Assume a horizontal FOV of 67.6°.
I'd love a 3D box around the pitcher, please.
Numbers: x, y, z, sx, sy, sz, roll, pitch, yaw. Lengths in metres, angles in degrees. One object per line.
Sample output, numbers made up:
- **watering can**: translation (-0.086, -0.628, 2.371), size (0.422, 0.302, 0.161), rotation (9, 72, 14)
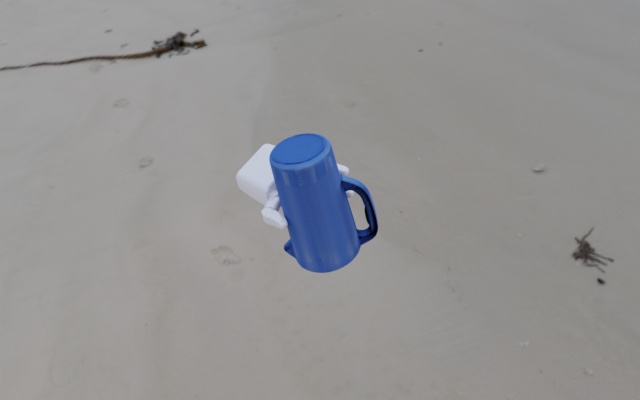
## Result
- **pitcher**: translation (0.000, 0.003, 0.865), size (0.149, 0.243, 0.145), rotation (-38, 43, -26)
